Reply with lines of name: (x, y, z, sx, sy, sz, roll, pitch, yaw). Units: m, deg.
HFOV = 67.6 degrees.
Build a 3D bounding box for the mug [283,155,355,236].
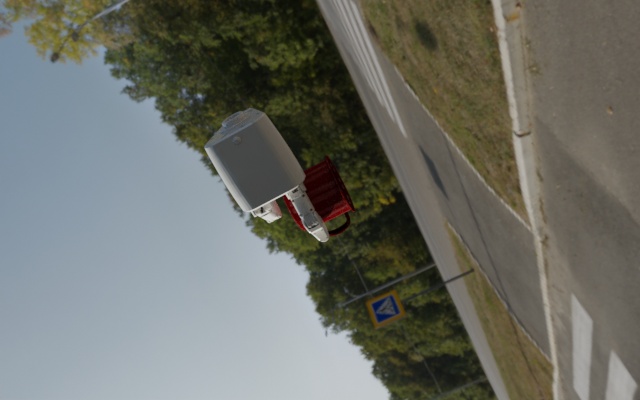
mug: (0.001, 0.004, 0.712, 0.081, 0.117, 0.093, -27, 22, 8)
